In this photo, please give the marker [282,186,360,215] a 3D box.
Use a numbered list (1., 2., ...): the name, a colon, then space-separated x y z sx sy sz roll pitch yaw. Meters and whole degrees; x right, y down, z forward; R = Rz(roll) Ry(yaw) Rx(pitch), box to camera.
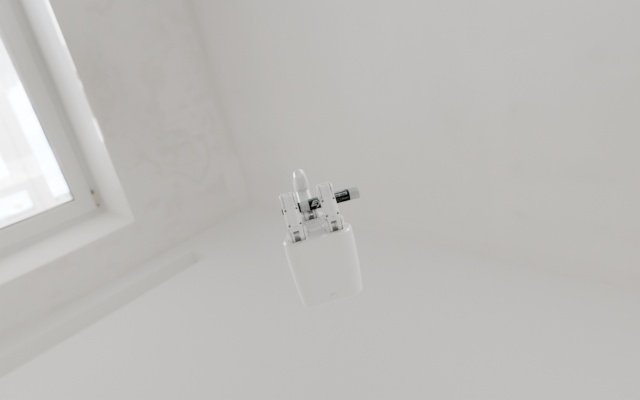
1. marker: 0.000 0.002 0.729 0.121 0.020 0.020 -15 1 -4
